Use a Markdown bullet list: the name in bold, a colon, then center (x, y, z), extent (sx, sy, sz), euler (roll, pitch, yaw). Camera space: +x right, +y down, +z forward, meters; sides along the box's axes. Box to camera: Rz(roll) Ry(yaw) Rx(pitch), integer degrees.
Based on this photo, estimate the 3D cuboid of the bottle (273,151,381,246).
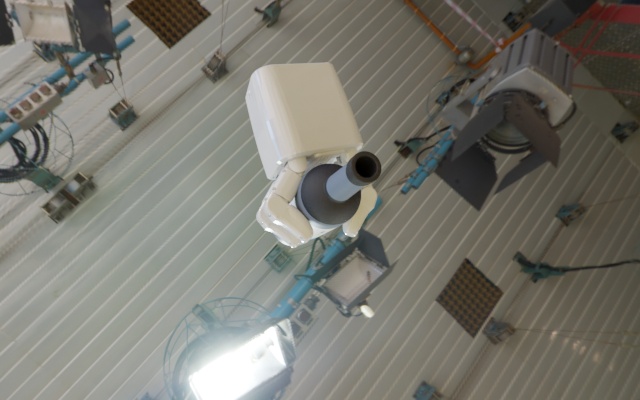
- **bottle**: center (0.000, 0.002, 0.532), extent (0.069, 0.069, 0.296), euler (0, -12, -15)
